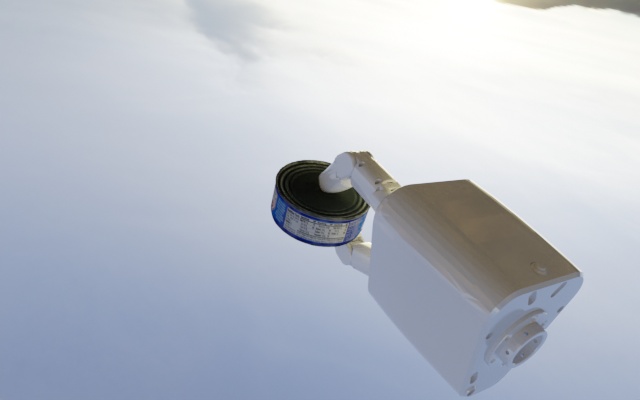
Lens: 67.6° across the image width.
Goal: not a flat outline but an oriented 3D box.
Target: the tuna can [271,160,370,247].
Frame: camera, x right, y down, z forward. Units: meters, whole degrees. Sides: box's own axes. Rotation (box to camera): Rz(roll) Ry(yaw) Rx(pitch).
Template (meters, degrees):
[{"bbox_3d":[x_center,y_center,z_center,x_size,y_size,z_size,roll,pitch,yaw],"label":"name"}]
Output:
[{"bbox_3d":[0.000,0.002,0.420,0.086,0.034,0.086,10,35,-7],"label":"tuna can"}]
